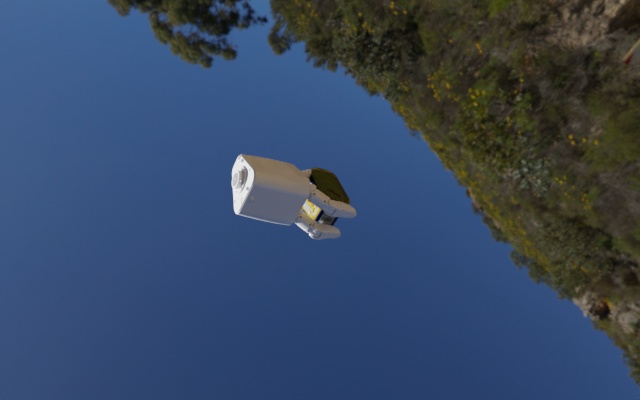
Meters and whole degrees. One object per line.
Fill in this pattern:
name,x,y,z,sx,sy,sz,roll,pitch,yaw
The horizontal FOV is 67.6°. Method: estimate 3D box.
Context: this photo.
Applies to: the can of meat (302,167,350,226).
can of meat,0.000,0.003,0.896,0.057,0.084,0.102,10,36,-33
